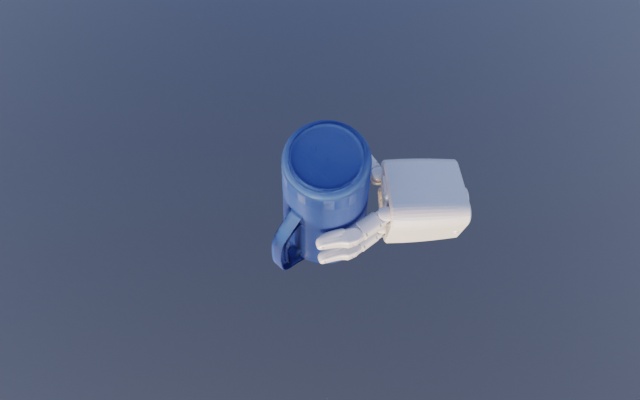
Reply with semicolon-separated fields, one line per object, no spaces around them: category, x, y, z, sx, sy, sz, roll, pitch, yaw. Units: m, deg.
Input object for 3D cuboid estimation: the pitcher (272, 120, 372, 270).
pitcher;0.000;0.002;0.664;0.145;0.149;0.243;-2;-22;-1
